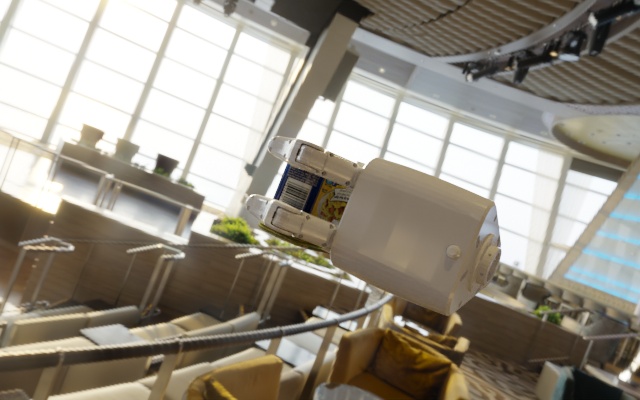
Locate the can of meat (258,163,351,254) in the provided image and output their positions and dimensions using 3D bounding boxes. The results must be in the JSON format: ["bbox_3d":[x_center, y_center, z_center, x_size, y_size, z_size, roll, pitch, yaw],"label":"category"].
[{"bbox_3d":[0.000,0.001,0.455,0.057,0.084,0.102,23,2,35],"label":"can of meat"}]
